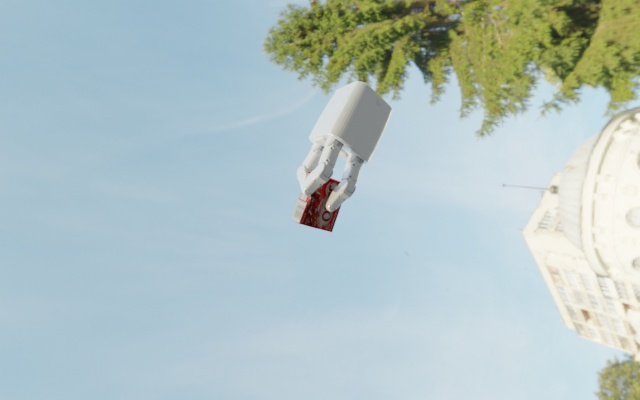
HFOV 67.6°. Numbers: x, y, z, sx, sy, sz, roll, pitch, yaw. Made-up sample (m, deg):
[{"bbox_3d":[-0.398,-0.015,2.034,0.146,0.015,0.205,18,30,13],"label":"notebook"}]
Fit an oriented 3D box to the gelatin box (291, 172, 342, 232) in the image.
[{"bbox_3d":[0.000,0.003,0.806,0.073,0.089,0.030,17,4,-38],"label":"gelatin box"}]
